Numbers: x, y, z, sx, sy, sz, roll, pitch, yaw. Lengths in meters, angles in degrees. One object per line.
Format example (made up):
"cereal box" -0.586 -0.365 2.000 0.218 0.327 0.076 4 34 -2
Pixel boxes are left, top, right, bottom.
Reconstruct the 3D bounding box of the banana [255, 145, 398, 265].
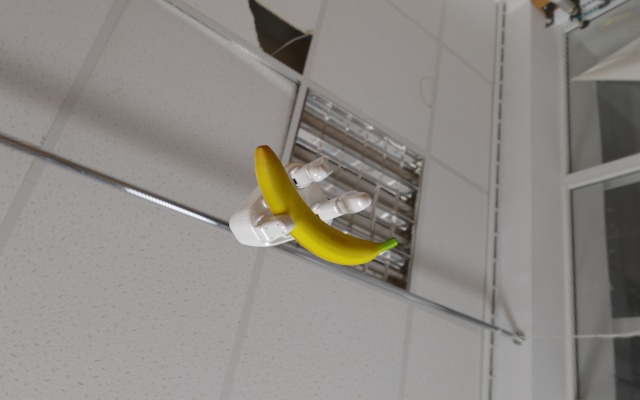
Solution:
"banana" -0.008 0.019 0.547 0.198 0.069 0.037 36 -7 -14
